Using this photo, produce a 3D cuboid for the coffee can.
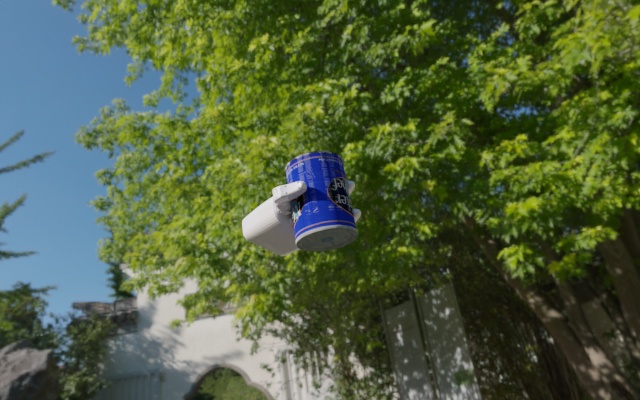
[{"bbox_3d":[0.000,0.003,0.801,0.103,0.140,0.103,-8,-24,-4],"label":"coffee can"}]
